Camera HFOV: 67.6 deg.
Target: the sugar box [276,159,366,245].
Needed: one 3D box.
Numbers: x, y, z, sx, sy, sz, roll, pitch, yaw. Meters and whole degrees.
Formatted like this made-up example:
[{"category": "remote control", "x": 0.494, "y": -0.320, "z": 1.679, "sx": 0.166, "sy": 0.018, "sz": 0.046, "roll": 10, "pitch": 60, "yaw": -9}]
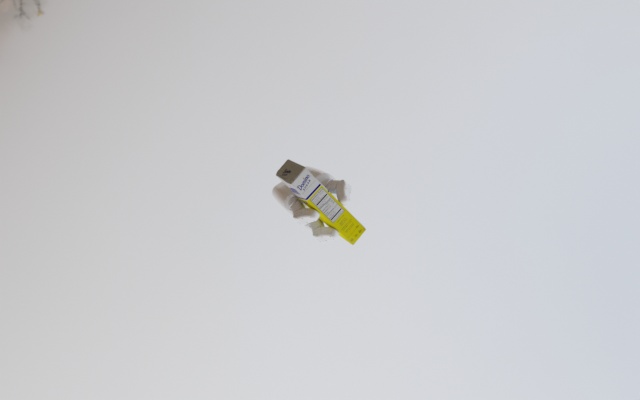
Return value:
[{"category": "sugar box", "x": 0.000, "y": 0.003, "z": 0.875, "sx": 0.176, "sy": 0.048, "sz": 0.093, "roll": 42, "pitch": -5, "yaw": -26}]
